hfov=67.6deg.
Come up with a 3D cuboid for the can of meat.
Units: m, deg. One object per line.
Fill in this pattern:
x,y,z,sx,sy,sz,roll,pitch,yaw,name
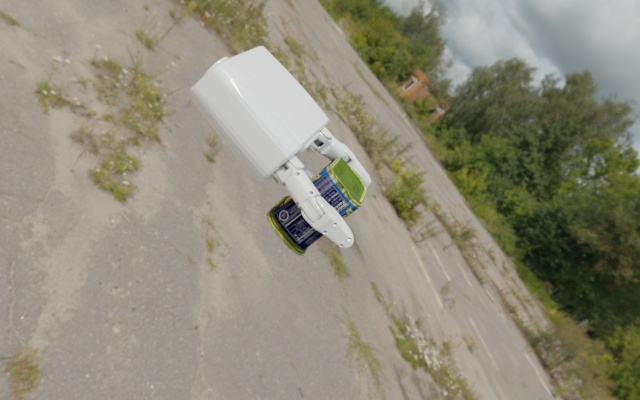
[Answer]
0.000,0.002,0.508,0.084,0.057,0.102,-39,5,16,can of meat
